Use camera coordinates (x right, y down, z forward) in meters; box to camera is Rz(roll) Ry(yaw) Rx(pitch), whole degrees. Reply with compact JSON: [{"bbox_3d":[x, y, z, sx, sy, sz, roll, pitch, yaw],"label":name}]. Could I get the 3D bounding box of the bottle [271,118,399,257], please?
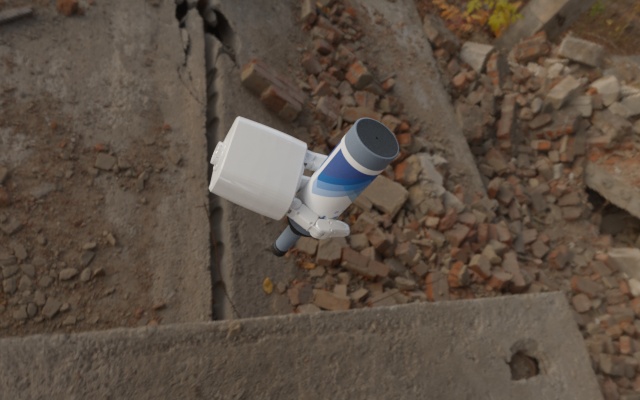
[{"bbox_3d":[0.000,0.002,0.692,0.069,0.069,0.296,0,-33,-35],"label":"bottle"}]
